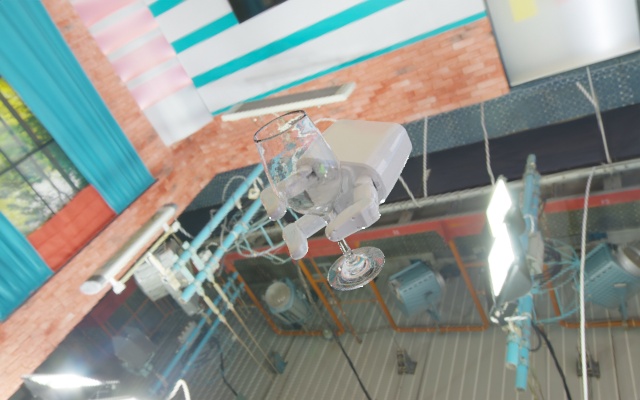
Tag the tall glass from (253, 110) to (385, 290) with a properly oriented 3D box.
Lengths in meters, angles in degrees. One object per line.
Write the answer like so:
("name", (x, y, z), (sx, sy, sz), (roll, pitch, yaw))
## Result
("tall glass", (0.000, 0.002, 0.532), (0.079, 0.201, 0.079), (-23, 26, 12))
